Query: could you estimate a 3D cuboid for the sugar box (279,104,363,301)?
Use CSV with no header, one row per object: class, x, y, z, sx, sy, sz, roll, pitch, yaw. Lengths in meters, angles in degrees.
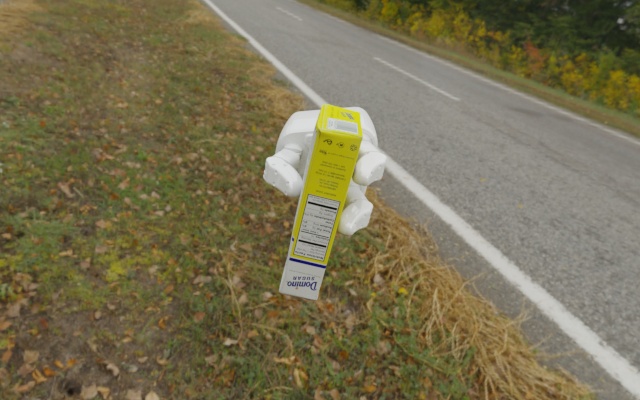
sugar box,0.001,0.002,0.479,0.048,0.176,0.093,11,25,-1
